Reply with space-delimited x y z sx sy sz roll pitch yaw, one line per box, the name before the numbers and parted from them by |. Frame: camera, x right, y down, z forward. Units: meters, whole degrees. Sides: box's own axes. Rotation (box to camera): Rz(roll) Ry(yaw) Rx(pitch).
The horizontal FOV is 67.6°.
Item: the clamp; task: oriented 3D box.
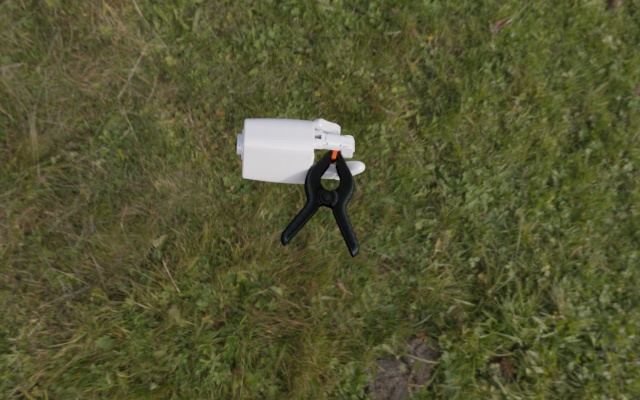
clamp | 0.000 0.002 0.741 0.120 0.171 0.039 3 -16 -9
